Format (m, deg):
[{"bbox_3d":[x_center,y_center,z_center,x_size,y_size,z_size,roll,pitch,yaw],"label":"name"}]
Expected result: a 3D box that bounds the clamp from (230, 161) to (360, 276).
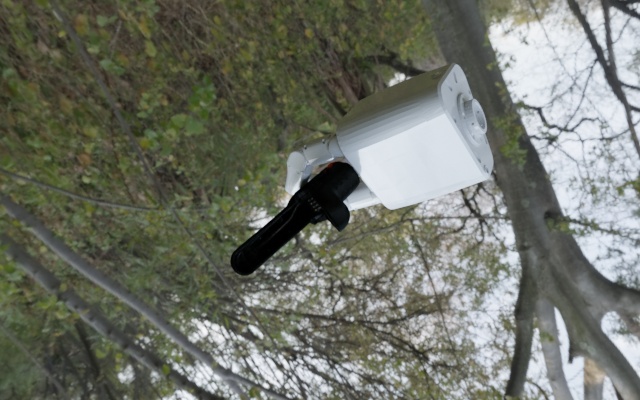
[{"bbox_3d":[0.000,0.002,0.440,0.120,0.039,0.171,-18,21,36],"label":"clamp"}]
